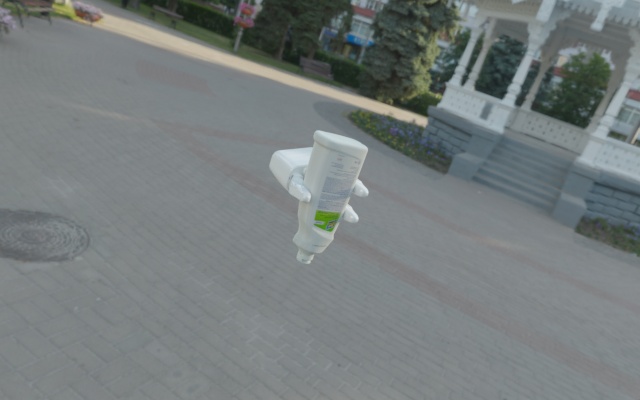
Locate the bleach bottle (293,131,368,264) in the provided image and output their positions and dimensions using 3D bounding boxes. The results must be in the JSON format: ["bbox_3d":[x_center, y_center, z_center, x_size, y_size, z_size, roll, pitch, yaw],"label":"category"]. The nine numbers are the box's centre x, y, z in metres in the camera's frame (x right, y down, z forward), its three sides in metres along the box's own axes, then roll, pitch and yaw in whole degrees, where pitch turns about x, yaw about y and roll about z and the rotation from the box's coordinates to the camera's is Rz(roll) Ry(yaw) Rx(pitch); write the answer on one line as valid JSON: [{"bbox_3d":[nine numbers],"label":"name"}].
[{"bbox_3d":[0.000,0.003,0.892,0.102,0.251,0.068,9,20,-31],"label":"bleach bottle"}]
